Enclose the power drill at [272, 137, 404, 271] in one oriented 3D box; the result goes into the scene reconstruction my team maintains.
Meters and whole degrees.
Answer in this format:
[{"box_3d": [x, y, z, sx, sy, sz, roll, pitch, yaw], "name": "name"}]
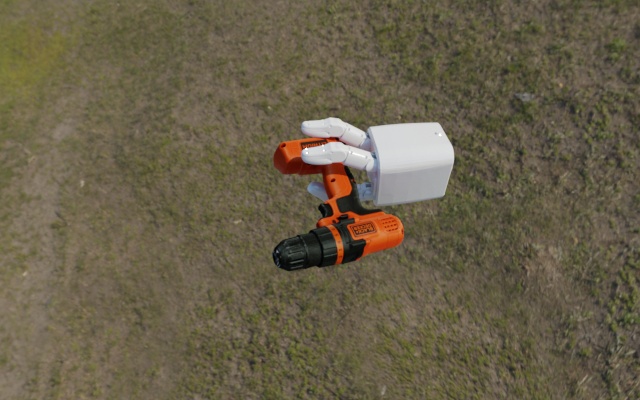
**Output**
[{"box_3d": [0.000, 0.002, 0.651, 0.184, 0.187, 0.057, -9, -31, -26], "name": "power drill"}]
